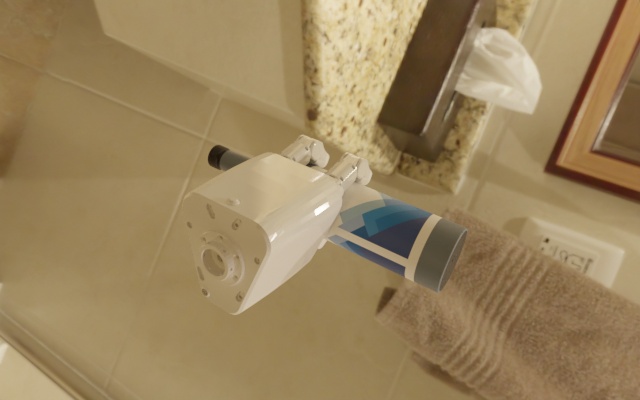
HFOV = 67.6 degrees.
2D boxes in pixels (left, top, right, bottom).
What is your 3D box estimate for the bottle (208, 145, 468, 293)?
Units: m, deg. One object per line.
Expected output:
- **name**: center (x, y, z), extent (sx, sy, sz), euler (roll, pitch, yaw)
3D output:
- **bottle**: center (0.000, 0.002, 0.502), extent (0.295, 0.069, 0.069), euler (24, 10, 23)
